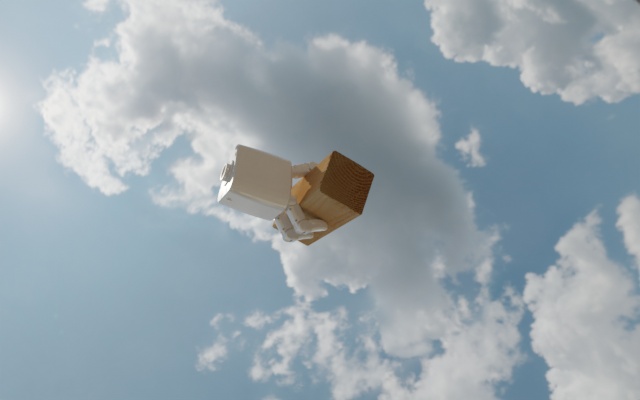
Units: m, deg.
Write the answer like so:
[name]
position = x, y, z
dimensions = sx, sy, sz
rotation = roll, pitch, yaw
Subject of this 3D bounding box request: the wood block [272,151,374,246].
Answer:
[wood block]
position = 0.000, 0.003, 0.895
dimensions = 0.090, 0.090, 0.206
rotation = 29, -31, -16
